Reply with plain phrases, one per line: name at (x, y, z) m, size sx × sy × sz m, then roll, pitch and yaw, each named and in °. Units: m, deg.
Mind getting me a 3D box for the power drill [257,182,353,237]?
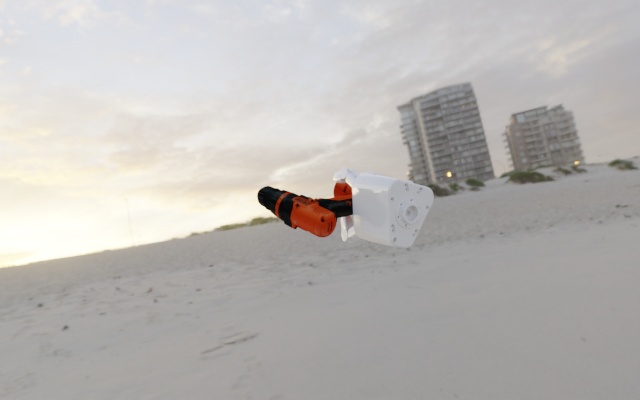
power drill at (0.001, 0.003, 0.882) m, size 0.187 × 0.057 × 0.184 m, roll -17°, pitch 32°, yaw -41°
